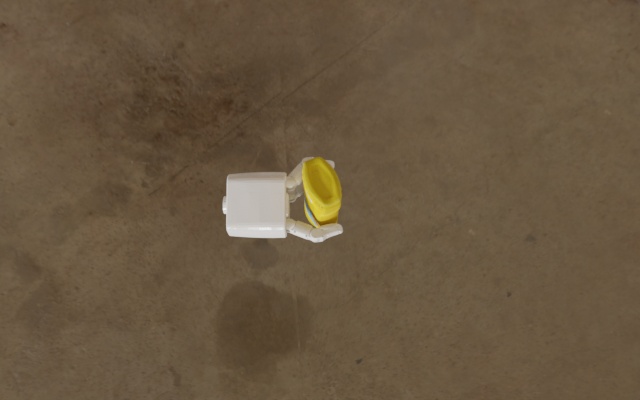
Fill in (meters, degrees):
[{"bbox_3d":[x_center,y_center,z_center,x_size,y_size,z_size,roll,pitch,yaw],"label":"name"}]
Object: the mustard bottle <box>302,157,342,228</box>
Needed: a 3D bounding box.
[{"bbox_3d":[0.000,0.003,0.880,0.058,0.096,0.192,-23,-20,-10],"label":"mustard bottle"}]
